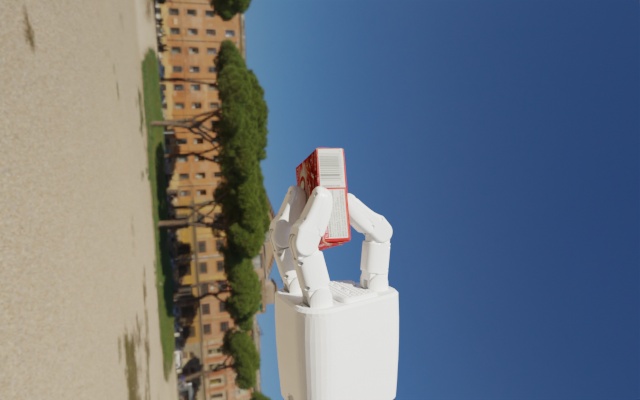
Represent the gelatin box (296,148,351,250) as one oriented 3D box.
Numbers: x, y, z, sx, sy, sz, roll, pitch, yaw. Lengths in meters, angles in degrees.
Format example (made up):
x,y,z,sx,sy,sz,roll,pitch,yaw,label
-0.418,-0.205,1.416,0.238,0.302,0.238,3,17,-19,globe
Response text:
x,y,z,sx,sy,sz,roll,pitch,yaw,label
0.000,0.001,0.460,0.030,0.089,0.073,-1,-10,-18,gelatin box
